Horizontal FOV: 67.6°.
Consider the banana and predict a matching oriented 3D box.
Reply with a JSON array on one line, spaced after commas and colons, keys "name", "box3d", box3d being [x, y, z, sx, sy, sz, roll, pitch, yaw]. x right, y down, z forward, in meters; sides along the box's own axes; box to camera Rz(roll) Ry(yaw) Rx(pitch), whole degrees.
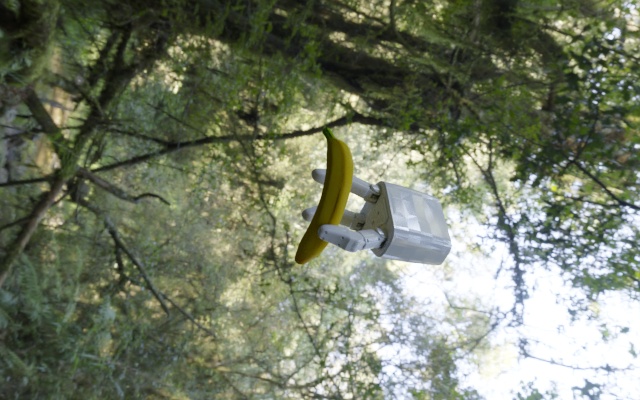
[{"name": "banana", "box3d": [0.009, 0.003, 0.651, 0.037, 0.198, 0.069, 11, 8, -27]}]
